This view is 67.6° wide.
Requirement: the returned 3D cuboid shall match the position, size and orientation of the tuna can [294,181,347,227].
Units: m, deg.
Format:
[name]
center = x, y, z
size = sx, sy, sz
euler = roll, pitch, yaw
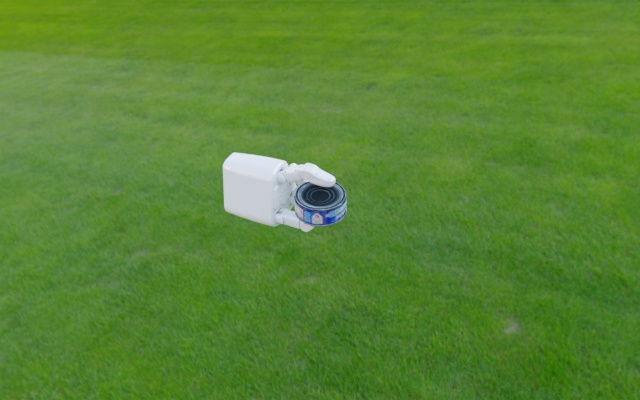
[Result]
[tuna can]
center = 0.000, 0.002, 0.774
size = 0.086, 0.034, 0.086
euler = -1, 38, 0
